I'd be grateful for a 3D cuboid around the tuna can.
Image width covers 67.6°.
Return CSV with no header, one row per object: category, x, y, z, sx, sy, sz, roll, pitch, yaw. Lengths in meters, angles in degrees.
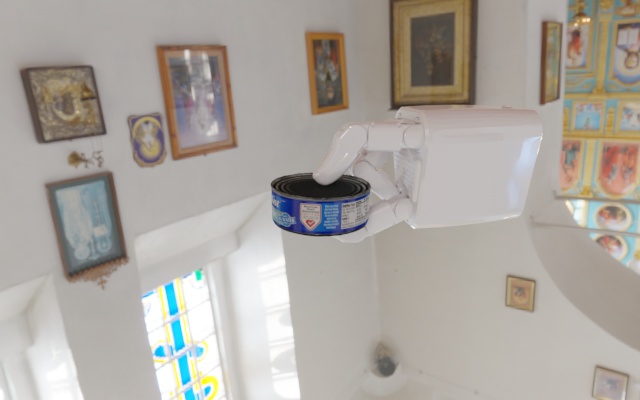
tuna can,0.000,0.002,0.413,0.086,0.034,0.086,1,17,0
